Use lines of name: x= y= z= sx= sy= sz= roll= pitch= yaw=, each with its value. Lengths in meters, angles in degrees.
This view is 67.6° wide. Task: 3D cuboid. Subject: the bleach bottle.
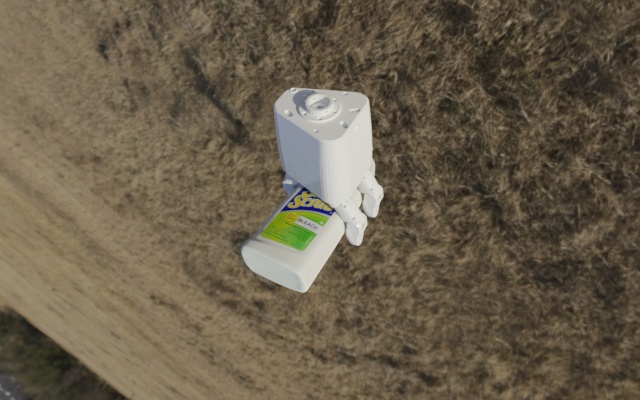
bleach bottle: x=0.000 y=0.002 z=0.671 sx=0.102 sy=0.250 sz=0.068 roll=20 pitch=-34 yaw=21
